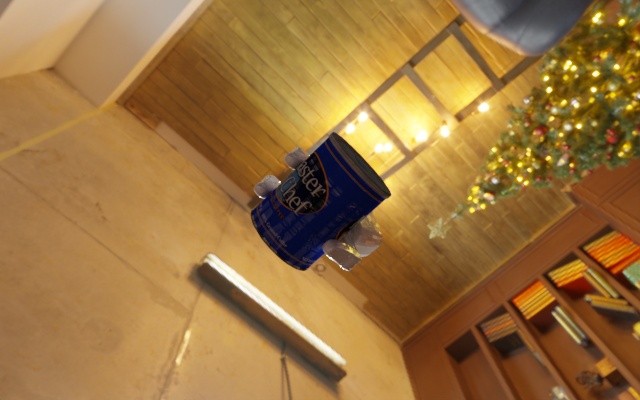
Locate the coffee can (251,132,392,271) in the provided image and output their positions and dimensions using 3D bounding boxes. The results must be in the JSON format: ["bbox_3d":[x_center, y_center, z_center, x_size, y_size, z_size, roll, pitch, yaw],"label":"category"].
[{"bbox_3d":[0.000,0.002,0.581,0.140,0.103,0.103,-43,-12,13],"label":"coffee can"}]
